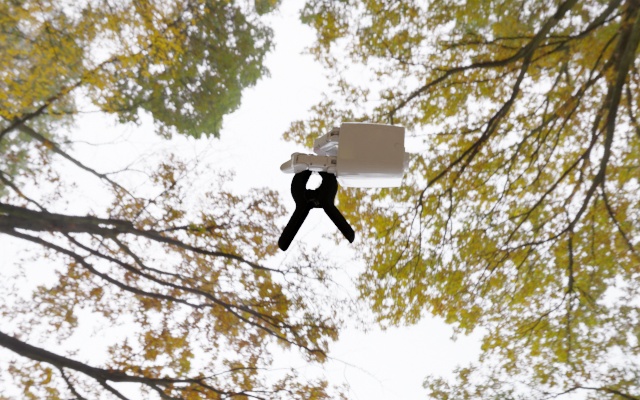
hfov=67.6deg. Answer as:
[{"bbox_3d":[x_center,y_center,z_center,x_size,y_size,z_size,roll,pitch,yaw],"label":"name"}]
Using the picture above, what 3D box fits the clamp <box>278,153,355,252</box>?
[{"bbox_3d":[0.000,0.003,0.764,0.120,0.171,0.039,3,-24,8],"label":"clamp"}]
